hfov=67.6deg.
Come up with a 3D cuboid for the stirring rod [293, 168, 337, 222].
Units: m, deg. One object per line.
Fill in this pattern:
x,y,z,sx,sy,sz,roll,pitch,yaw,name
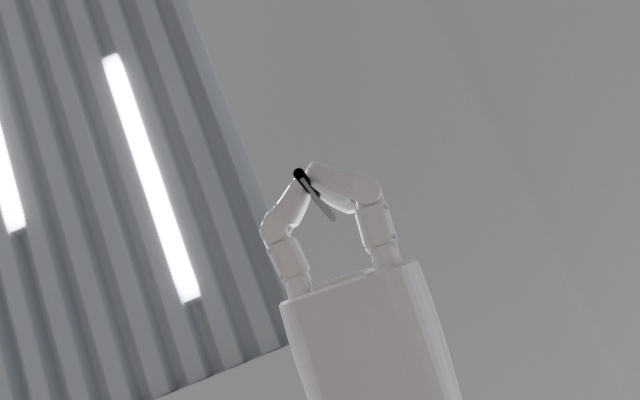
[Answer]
0.000,0.002,0.444,0.011,0.011,0.239,0,-10,7,stirring rod
